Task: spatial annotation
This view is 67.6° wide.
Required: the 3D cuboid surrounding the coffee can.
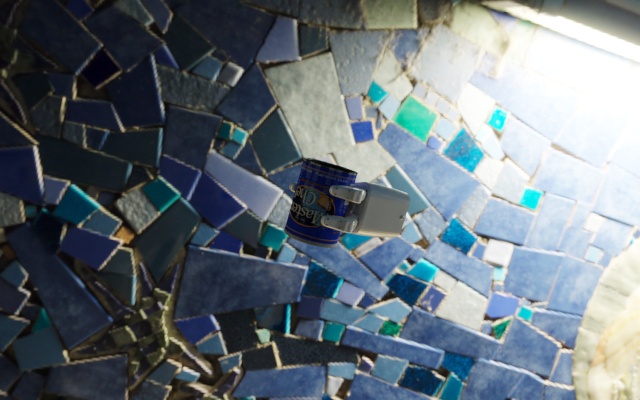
[{"bbox_3d":[0.000,0.003,0.869,0.103,0.140,0.103,15,9,-2],"label":"coffee can"}]
